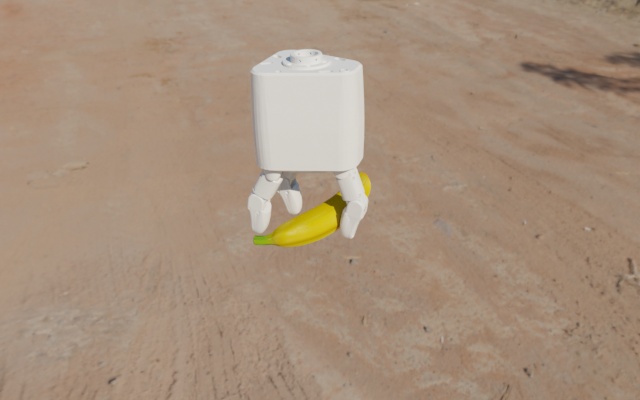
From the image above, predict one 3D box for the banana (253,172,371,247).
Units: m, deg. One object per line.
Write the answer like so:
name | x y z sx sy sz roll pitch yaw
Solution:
banana | 0.011 0.009 0.600 0.197 0.037 0.069 -29 39 -35
